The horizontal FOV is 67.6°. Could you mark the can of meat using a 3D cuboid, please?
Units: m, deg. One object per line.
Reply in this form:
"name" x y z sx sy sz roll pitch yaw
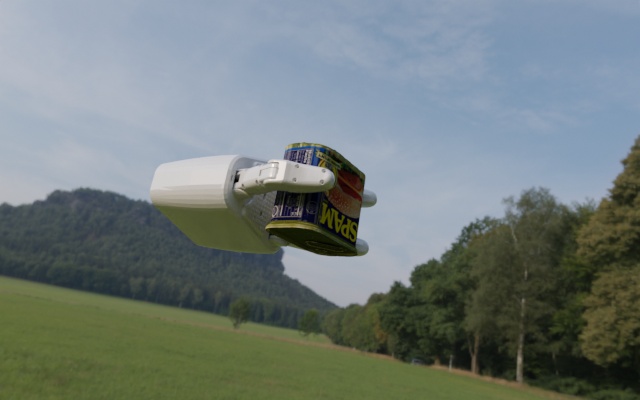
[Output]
"can of meat" 0.000 0.001 0.462 0.057 0.084 0.102 -2 -21 33
